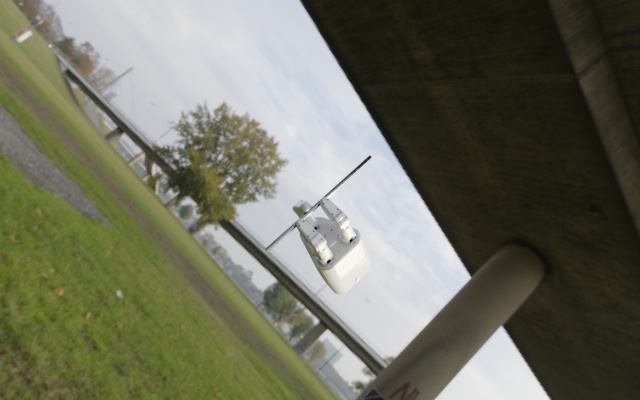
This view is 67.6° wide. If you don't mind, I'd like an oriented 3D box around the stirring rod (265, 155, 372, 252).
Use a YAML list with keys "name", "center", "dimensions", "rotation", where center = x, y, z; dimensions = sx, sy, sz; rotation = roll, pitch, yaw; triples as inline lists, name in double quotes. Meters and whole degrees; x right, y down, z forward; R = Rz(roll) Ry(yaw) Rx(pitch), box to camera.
- name: "stirring rod"
  center: [0.000, 0.003, 0.798]
  dimensions: [0.239, 0.011, 0.011]
  rotation: [-42, 12, -13]
